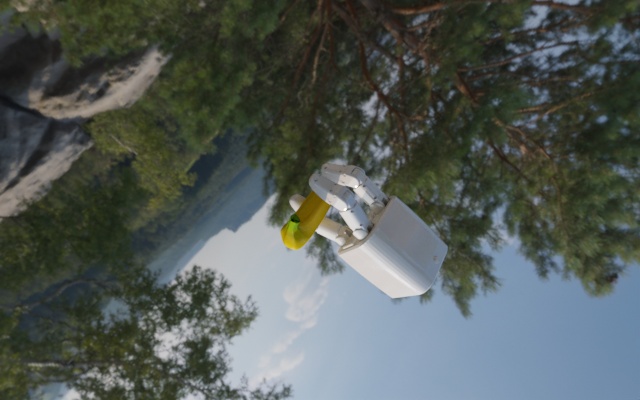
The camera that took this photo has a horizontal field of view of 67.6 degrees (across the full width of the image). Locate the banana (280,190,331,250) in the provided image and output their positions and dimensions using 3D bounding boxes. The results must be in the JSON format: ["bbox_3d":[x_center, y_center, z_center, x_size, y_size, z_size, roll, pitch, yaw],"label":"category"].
[{"bbox_3d":[-0.011,0.016,0.627,0.037,0.070,0.197,38,26,-1],"label":"banana"}]
